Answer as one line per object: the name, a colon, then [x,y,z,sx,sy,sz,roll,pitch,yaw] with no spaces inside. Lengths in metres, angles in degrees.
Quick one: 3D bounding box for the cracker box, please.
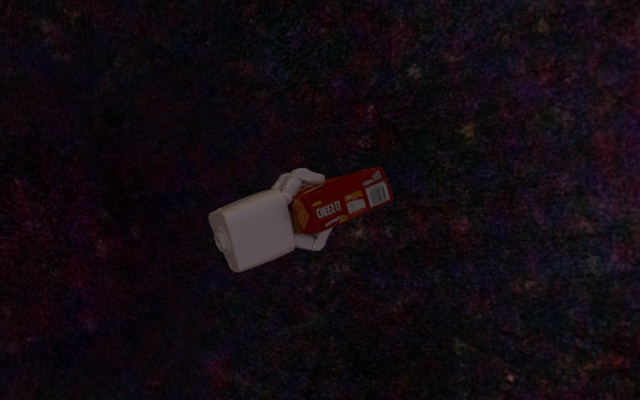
cracker box: [0.000,0.003,0.871,0.164,0.072,0.214,-22,7,-29]
